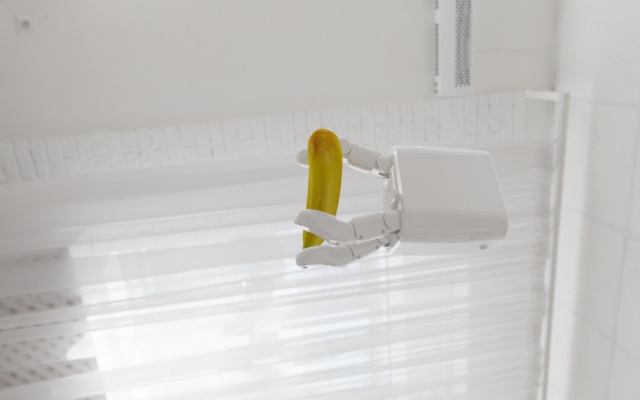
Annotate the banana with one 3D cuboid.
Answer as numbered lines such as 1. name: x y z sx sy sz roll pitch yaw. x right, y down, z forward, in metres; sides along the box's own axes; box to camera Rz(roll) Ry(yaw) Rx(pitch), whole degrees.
1. banana: 0.002 -0.010 0.496 0.037 0.069 0.198 8 -43 2
